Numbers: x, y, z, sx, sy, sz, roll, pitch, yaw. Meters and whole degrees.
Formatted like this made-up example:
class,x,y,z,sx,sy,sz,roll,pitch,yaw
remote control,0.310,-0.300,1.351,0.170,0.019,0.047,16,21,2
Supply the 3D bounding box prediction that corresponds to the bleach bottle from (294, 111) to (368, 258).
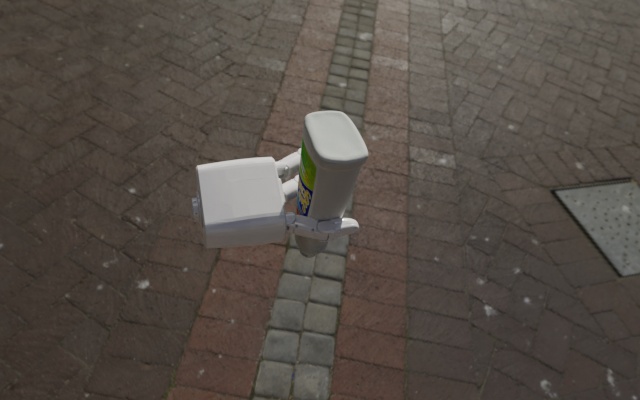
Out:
class,x,y,z,sx,sy,sz,roll,pitch,yaw
bleach bottle,0.000,0.002,0.673,0.068,0.102,0.251,-7,-41,-17
